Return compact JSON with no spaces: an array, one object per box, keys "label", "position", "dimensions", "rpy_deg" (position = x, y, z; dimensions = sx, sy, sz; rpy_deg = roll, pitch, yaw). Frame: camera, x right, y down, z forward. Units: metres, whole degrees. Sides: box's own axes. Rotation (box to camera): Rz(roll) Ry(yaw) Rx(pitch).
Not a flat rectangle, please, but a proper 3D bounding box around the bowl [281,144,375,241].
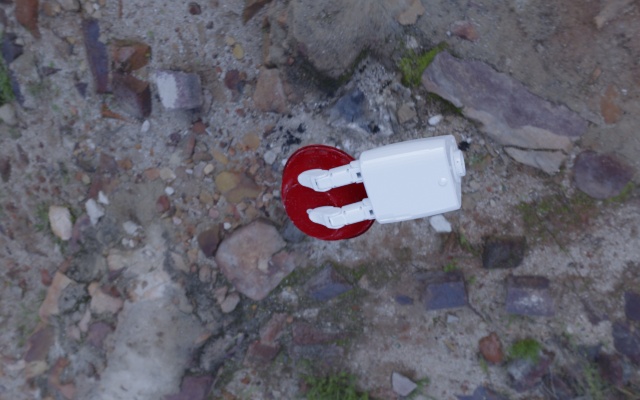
[{"label":"bowl","position":[-0.001,0.003,0.698],"dimensions":[0.162,0.162,0.055],"rpy_deg":[0,29,32]}]
